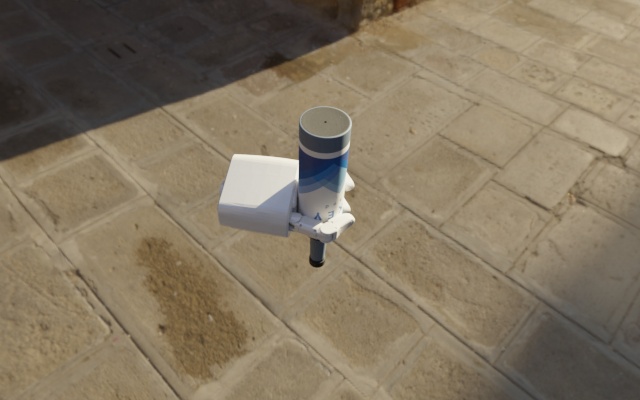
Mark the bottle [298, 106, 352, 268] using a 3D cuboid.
[{"bbox_3d":[0.000,0.002,0.706,0.069,0.069,0.296,0,-44,-3],"label":"bottle"}]
